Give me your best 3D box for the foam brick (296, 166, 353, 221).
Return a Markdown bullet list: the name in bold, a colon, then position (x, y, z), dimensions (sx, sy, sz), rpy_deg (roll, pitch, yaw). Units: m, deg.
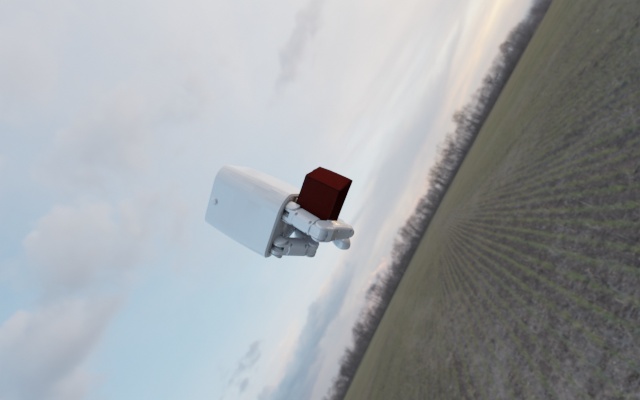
- **foam brick**: position (0.000, 0.002, 0.637), dimensions (0.051, 0.078, 0.053), rpy_deg (27, 25, 14)
